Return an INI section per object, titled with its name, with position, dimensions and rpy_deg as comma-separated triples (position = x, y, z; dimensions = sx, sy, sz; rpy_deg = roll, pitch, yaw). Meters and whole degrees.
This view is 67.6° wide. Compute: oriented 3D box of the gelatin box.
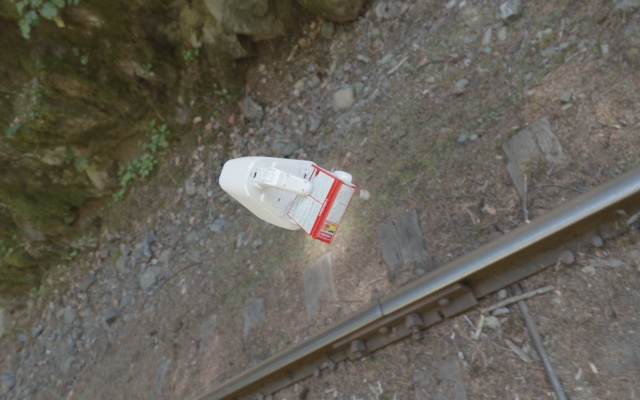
[gelatin box]
position = 0.000, 0.002, 0.569
dimensions = 0.030, 0.073, 0.089
rpy_deg = 23, 6, -26
